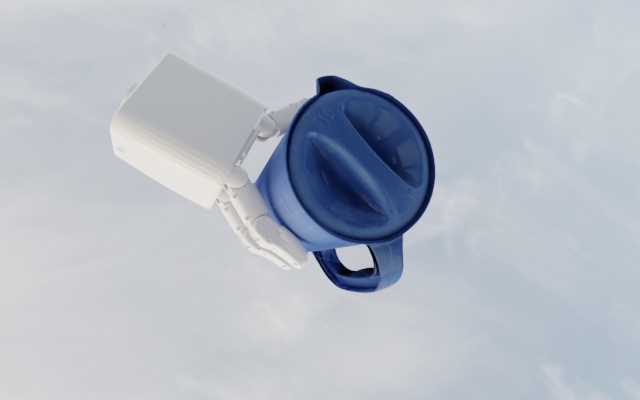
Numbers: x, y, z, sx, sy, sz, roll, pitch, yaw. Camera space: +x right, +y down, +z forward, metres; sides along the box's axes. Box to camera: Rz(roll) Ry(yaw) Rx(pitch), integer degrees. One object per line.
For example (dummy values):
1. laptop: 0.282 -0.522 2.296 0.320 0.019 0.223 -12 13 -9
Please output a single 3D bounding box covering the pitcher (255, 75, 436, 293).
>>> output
1. pitcher: 0.000 0.001 0.486 0.145 0.149 0.243 29 -20 -12
